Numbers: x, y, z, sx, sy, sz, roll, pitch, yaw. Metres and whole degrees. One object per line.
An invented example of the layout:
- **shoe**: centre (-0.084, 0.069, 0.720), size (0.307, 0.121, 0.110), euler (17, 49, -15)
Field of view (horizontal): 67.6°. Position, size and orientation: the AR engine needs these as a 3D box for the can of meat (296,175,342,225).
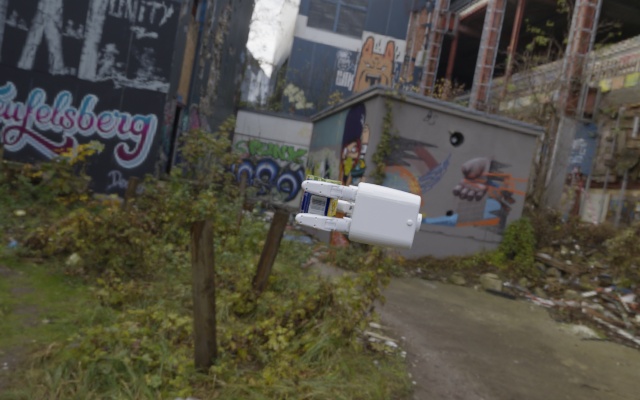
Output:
- **can of meat**: centre (0.000, 0.002, 0.831), size (0.057, 0.084, 0.102), euler (12, 3, 10)
